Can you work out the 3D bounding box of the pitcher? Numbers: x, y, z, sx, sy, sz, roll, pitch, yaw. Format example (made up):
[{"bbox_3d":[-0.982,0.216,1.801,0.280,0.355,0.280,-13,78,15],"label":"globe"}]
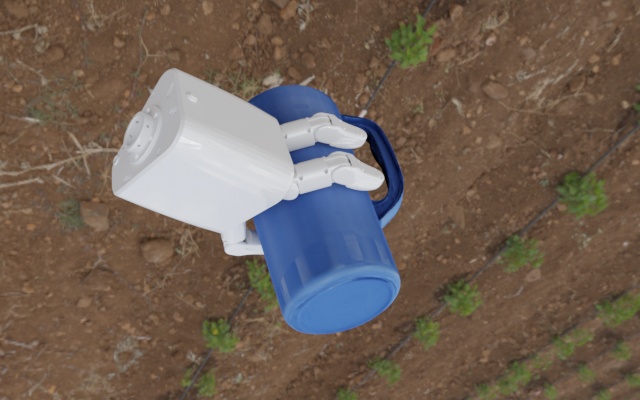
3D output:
[{"bbox_3d":[0.000,0.002,0.487,0.145,0.242,0.149,25,-56,-41],"label":"pitcher"}]
